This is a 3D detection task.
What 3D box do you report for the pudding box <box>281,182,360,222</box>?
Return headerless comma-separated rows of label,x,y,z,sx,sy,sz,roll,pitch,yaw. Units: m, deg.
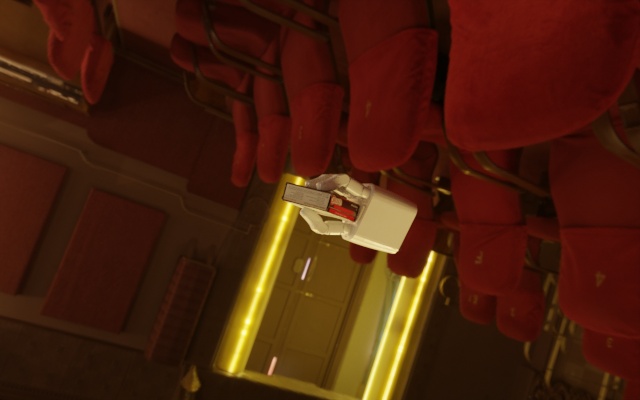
pudding box,0.000,0.003,0.862,0.113,0.039,0.090,12,-7,39
